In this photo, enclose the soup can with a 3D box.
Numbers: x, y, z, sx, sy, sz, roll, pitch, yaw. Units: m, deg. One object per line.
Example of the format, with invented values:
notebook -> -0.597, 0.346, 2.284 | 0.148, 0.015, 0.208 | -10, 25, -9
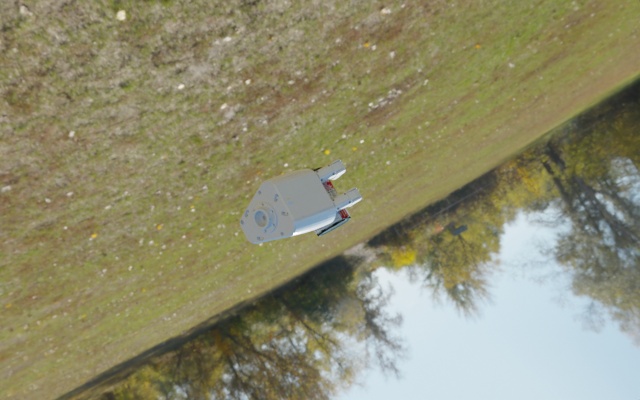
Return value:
soup can -> 0.000, 0.003, 0.826 | 0.068, 0.102, 0.068 | -29, -8, -4
